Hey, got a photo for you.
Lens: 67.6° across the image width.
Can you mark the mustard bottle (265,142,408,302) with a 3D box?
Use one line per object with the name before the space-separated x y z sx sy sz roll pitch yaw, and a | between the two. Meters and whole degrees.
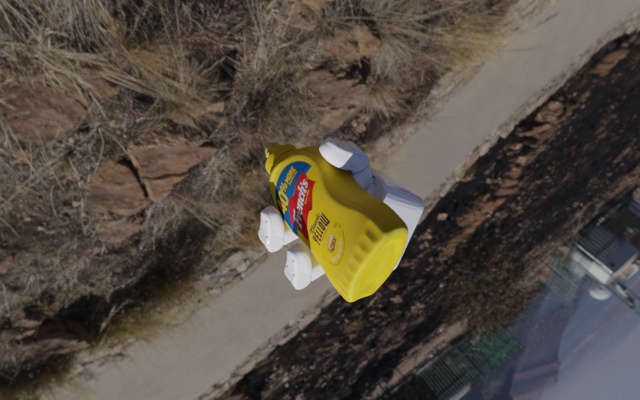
mustard bottle | 0.000 0.002 0.481 0.058 0.096 0.191 -13 48 -37
